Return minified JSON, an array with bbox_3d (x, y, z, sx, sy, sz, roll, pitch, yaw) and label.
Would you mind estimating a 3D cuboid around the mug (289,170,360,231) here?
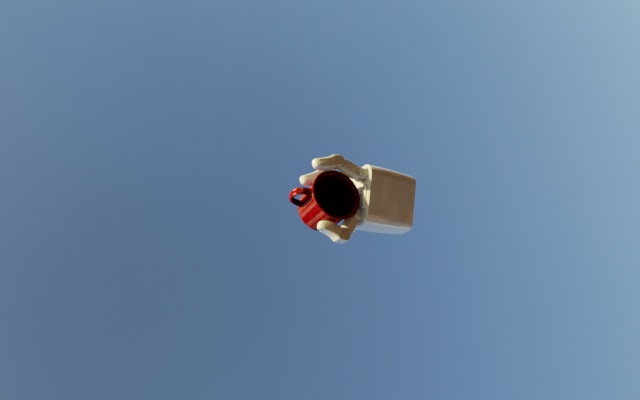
[{"bbox_3d":[-0.001,0.003,0.847,0.117,0.093,0.081,11,-28,-24],"label":"mug"}]
